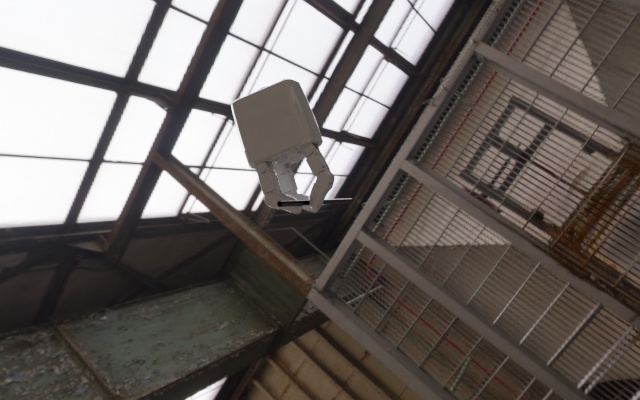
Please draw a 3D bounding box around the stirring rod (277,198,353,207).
[{"bbox_3d":[0.000,0.002,0.748,0.011,0.011,0.239,0,1,27],"label":"stirring rod"}]
